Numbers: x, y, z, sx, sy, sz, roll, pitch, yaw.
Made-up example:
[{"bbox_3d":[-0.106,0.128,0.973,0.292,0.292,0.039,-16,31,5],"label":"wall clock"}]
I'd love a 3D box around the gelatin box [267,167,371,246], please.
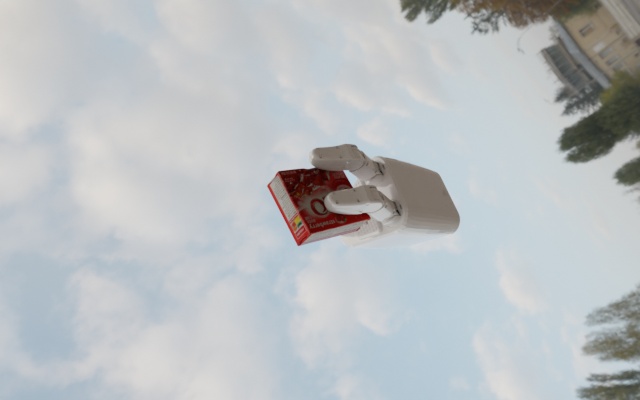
[{"bbox_3d":[0.000,0.002,0.491,0.089,0.073,0.030,-11,-26,-41],"label":"gelatin box"}]
